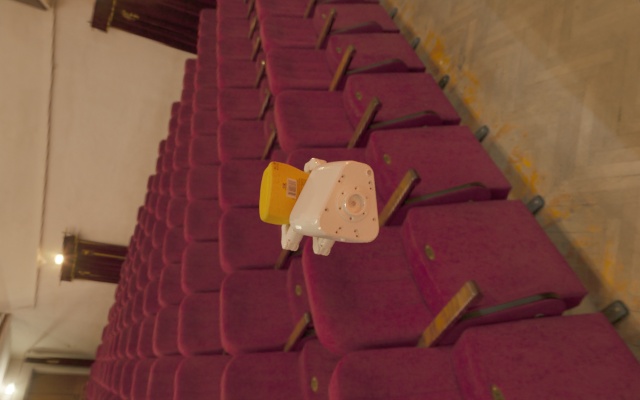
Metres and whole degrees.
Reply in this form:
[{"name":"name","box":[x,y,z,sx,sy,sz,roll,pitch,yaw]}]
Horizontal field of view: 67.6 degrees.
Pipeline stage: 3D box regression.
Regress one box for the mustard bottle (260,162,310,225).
[{"name":"mustard bottle","box":[0.000,0.003,0.776,0.191,0.096,0.058,12,-29,-21]}]
